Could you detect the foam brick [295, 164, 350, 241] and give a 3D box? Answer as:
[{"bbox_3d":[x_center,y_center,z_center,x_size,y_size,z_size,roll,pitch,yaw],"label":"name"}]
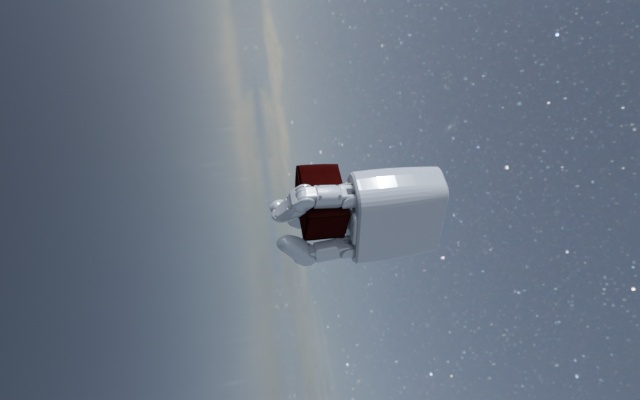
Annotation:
[{"bbox_3d":[0.000,0.002,0.570,0.051,0.078,0.053,-6,-33,-9],"label":"foam brick"}]
